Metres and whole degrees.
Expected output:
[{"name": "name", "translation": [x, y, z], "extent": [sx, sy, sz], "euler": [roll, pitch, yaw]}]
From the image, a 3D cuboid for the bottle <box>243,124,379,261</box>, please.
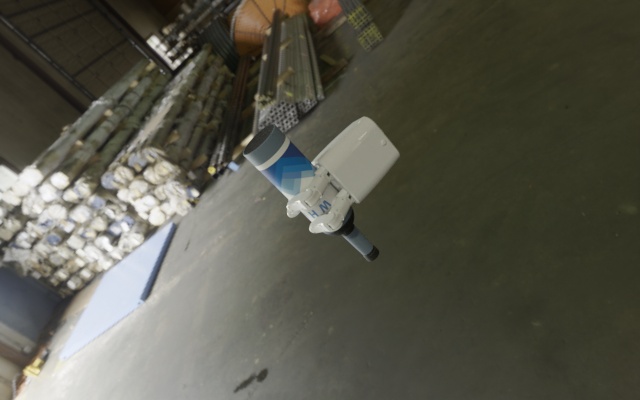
[{"name": "bottle", "translation": [0.000, 0.002, 0.783], "extent": [0.296, 0.069, 0.069], "euler": [45, -23, -25]}]
